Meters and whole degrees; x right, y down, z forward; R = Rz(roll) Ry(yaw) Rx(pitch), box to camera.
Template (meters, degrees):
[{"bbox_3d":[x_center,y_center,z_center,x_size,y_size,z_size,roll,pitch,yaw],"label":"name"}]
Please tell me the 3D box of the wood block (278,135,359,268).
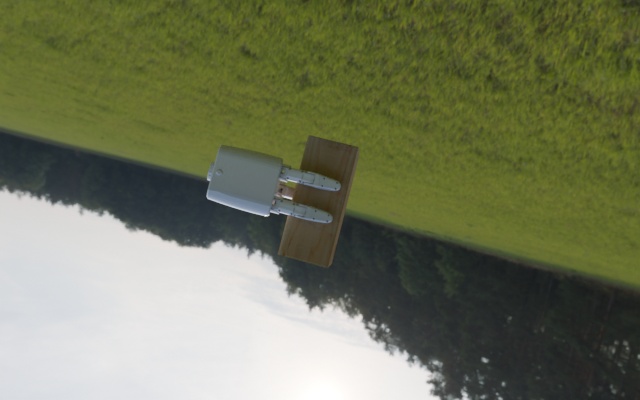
[{"bbox_3d":[0.000,0.003,0.833,0.090,0.206,0.091,14,-1,5],"label":"wood block"}]
